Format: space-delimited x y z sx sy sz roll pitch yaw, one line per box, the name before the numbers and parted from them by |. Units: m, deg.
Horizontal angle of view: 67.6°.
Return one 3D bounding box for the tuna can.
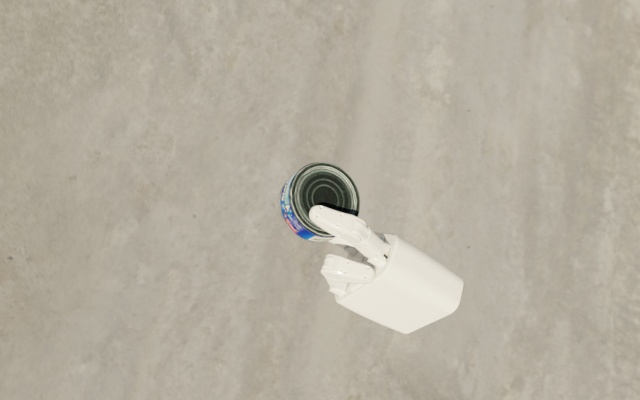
tuna can | 0.000 0.002 0.526 0.086 0.086 0.034 0 -14 -24
